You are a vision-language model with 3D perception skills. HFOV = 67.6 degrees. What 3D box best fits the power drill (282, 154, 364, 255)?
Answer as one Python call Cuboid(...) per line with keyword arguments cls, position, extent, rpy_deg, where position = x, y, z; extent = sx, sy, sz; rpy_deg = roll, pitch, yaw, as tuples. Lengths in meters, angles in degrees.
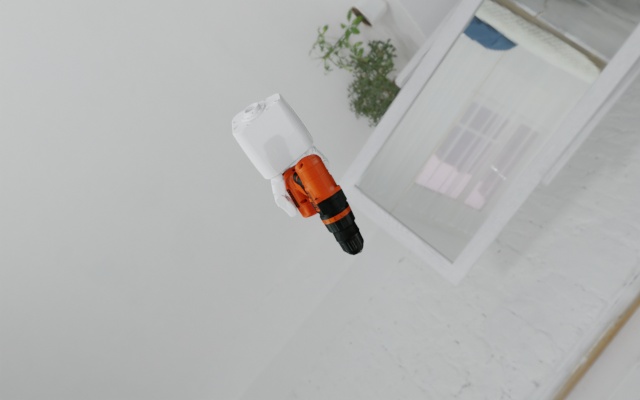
Cuboid(cls="power drill", position=(0.000, 0.003, 0.844), extent=(0.057, 0.184, 0.187), rpy_deg=(-31, 13, -13))
